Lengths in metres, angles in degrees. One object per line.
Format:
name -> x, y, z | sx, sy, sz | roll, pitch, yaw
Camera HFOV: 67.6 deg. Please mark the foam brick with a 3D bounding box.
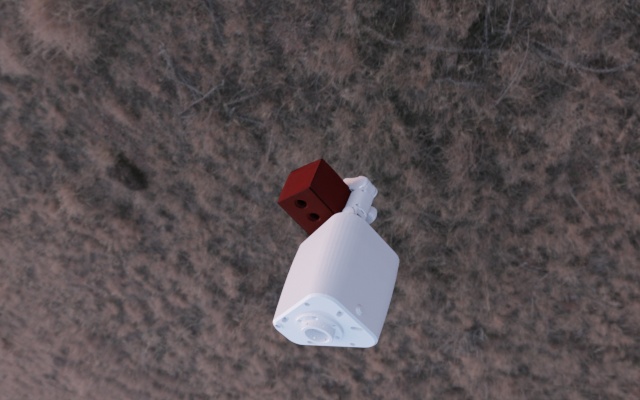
foam brick -> 0.000, 0.002, 0.542 | 0.053, 0.051, 0.078 | -22, -58, 39
